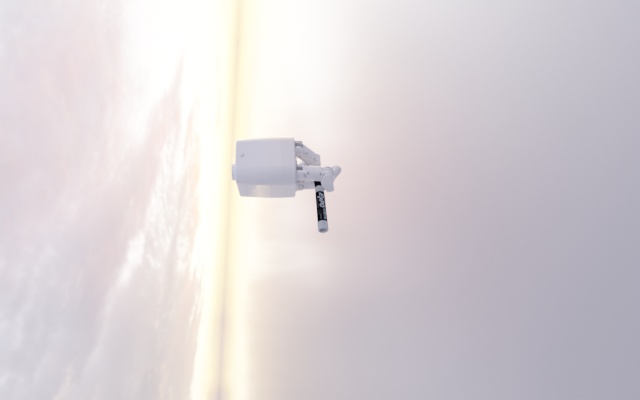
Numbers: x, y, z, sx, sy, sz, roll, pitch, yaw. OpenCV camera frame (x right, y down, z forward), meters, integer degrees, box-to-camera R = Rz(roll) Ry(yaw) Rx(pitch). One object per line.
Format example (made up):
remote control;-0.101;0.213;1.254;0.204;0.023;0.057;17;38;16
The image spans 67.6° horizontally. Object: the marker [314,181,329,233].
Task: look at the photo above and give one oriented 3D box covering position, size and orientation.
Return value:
marker;0.000;0.003;0.859;0.020;0.121;0.020;-4;-35;-3
